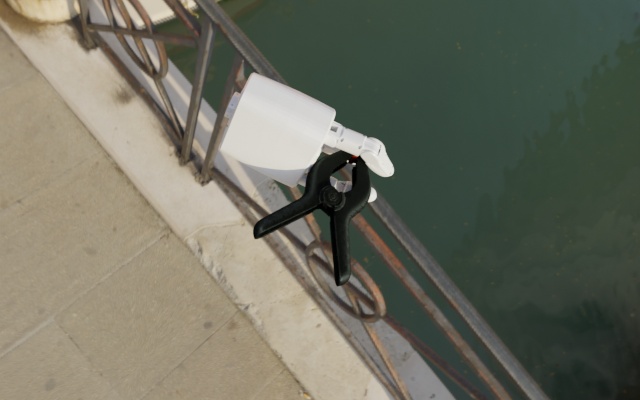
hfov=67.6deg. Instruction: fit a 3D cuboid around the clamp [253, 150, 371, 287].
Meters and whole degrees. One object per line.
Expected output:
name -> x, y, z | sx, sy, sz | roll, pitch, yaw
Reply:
clamp -> 0.000, 0.002, 0.558 | 0.120, 0.171, 0.039 | 24, -25, -10
